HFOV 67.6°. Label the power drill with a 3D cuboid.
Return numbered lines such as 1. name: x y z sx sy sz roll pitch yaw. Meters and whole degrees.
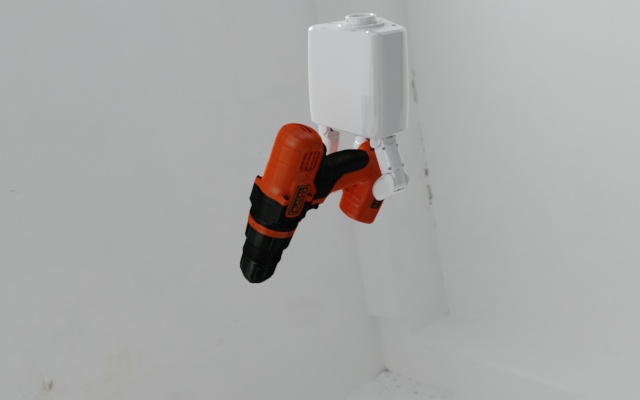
1. power drill: 0.000 0.001 0.540 0.057 0.184 0.187 38 30 29
